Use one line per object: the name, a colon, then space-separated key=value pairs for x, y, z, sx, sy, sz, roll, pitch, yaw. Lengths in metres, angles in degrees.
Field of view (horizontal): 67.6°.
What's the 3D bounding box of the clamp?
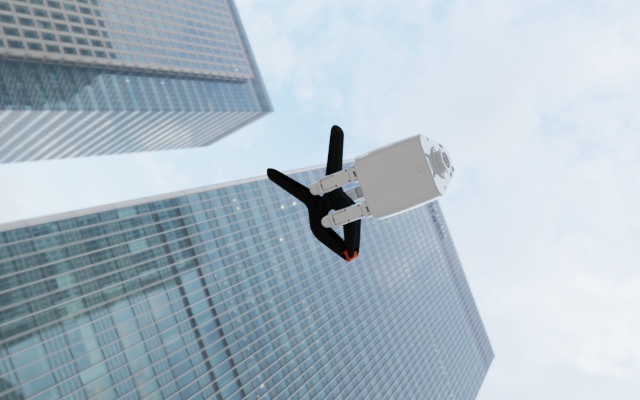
clamp: x=0.001 y=0.003 z=0.783 sx=0.164 sy=0.210 sz=0.036 roll=-21 pitch=-2 yaw=34
